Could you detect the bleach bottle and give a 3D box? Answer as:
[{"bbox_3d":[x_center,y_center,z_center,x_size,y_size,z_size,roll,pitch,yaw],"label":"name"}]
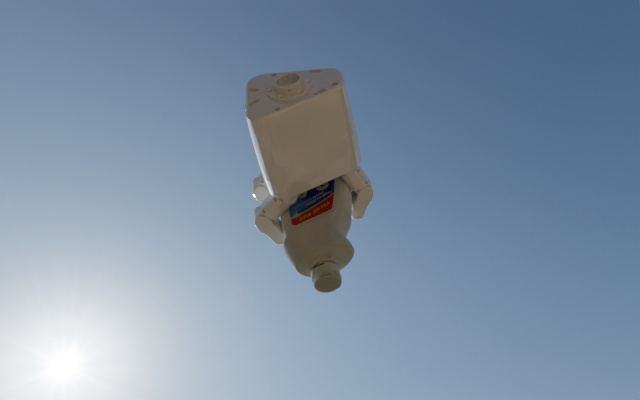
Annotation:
[{"bbox_3d":[0.000,0.002,0.586,0.102,0.068,0.250,-13,43,2],"label":"bleach bottle"}]
